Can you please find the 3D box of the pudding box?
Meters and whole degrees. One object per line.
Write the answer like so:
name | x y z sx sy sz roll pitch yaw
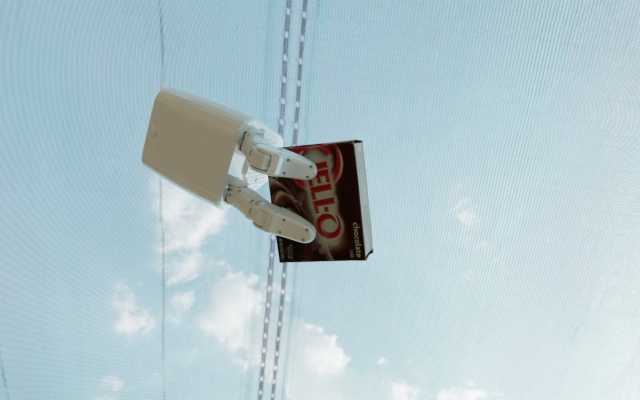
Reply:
pudding box | 0.000 0.001 0.460 0.090 0.113 0.039 -4 9 23
